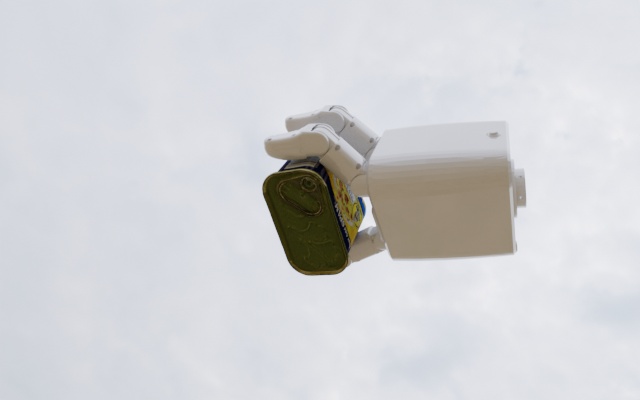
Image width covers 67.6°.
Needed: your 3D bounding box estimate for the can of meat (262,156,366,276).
[{"bbox_3d":[0.000,0.001,0.429,0.057,0.102,0.084,-7,27,24],"label":"can of meat"}]
